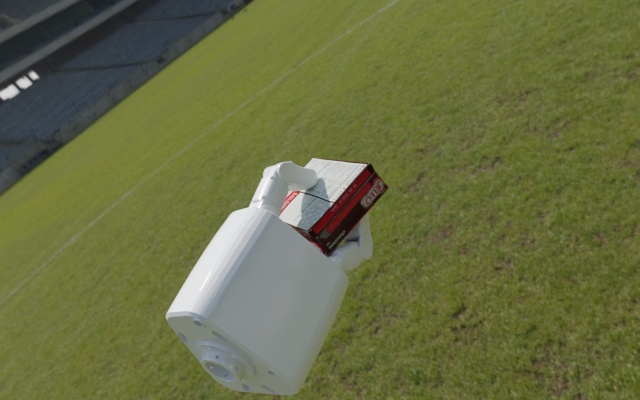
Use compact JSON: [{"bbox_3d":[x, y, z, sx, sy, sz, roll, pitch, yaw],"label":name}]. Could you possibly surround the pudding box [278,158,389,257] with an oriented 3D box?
[{"bbox_3d":[0.000,0.001,0.474,0.090,0.039,0.113,-46,28,-16],"label":"pudding box"}]
